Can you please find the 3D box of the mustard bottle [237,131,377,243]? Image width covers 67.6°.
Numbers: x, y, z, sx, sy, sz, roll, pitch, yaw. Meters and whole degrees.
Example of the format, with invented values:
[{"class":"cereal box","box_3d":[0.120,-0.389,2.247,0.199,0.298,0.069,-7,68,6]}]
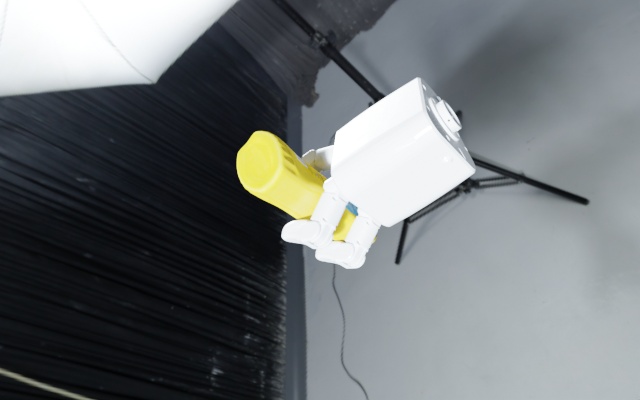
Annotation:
[{"class":"mustard bottle","box_3d":[0.000,0.002,0.525,0.192,0.058,0.096,34,9,-37]}]
